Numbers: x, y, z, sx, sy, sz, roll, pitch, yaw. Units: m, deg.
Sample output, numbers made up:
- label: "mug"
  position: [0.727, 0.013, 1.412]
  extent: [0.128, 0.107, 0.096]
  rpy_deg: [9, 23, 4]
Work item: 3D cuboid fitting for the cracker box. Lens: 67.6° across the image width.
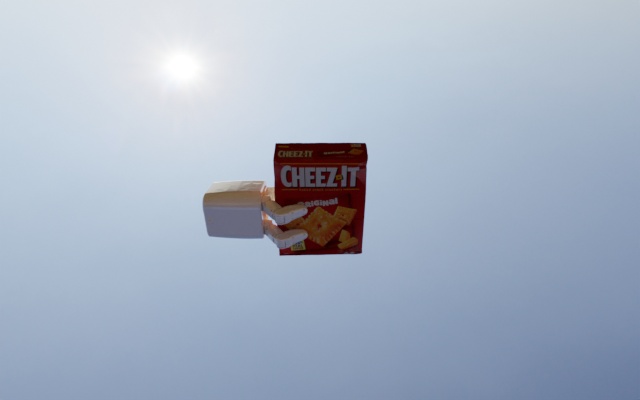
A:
- label: "cracker box"
  position: [0.000, 0.003, 0.882]
  extent: [0.164, 0.214, 0.072]
  rpy_deg: [0, 35, -1]
